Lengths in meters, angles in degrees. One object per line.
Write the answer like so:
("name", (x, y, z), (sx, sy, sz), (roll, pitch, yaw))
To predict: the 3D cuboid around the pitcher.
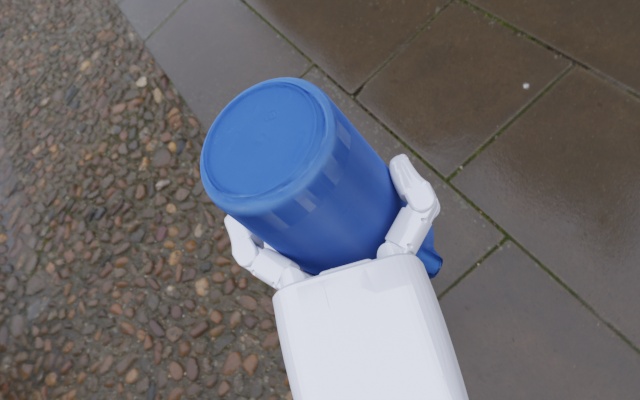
("pitcher", (0.000, 0.002, 0.425), (0.149, 0.145, 0.243), (-24, -31, 16))
